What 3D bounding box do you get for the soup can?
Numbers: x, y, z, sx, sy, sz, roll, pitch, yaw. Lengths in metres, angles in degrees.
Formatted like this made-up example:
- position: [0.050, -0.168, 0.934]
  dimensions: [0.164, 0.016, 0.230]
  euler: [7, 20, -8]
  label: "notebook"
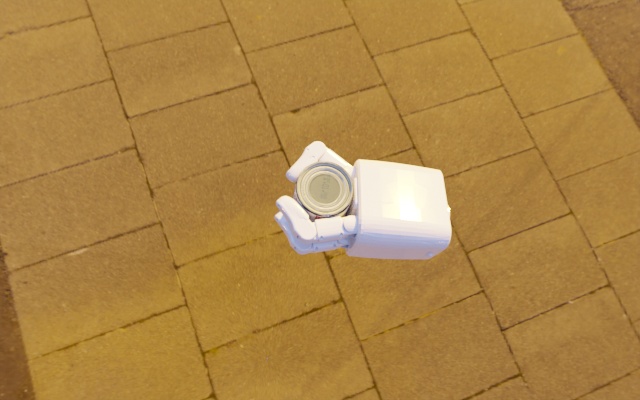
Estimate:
- position: [0.000, 0.002, 0.579]
  dimensions: [0.068, 0.068, 0.102]
  euler: [0, -18, -6]
  label: "soup can"
